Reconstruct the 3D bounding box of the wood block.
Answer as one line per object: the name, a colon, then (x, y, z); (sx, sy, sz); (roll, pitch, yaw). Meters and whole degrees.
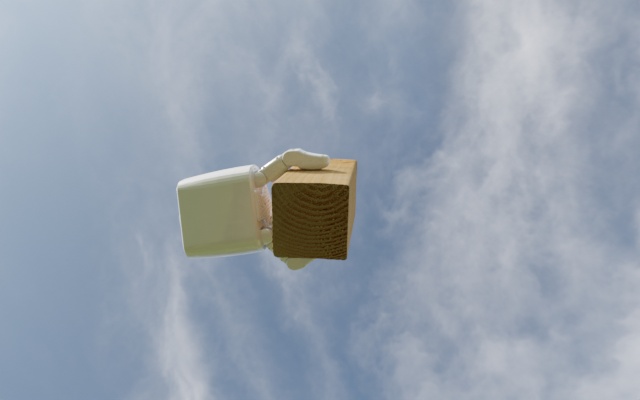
wood block: (0.000, 0.002, 0.639); (0.090, 0.091, 0.206); (2, 13, 6)
